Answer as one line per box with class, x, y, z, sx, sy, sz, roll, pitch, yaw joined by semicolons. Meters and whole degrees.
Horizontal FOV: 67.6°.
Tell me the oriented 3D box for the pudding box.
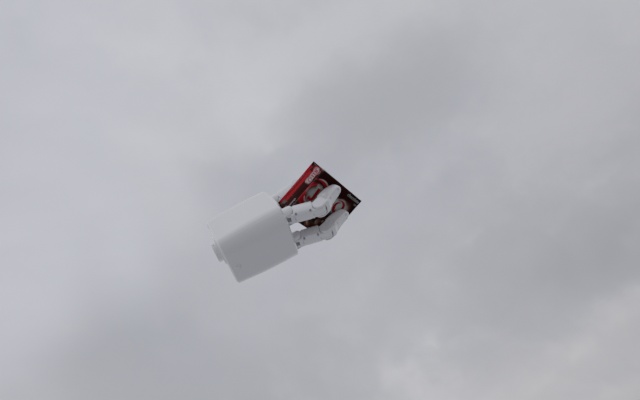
pudding box;0.000;0.002;0.770;0.113;0.090;0.039;35;8;-45
